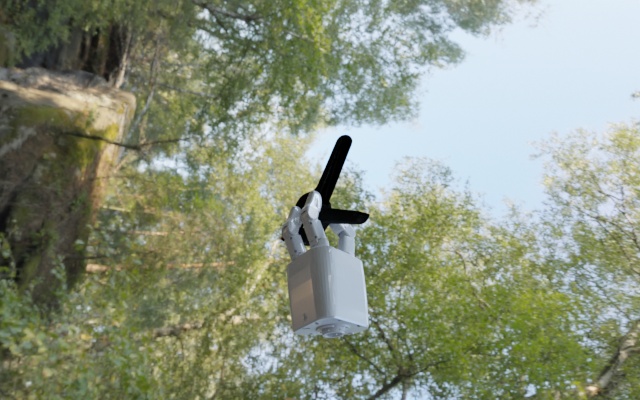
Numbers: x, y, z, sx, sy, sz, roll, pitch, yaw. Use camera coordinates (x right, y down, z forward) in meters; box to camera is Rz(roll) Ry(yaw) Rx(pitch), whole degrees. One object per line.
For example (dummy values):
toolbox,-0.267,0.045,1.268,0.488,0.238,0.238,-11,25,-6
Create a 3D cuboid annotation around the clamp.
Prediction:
clamp,0.001,0.003,0.776,0.036,0.164,0.210,18,-37,-30
